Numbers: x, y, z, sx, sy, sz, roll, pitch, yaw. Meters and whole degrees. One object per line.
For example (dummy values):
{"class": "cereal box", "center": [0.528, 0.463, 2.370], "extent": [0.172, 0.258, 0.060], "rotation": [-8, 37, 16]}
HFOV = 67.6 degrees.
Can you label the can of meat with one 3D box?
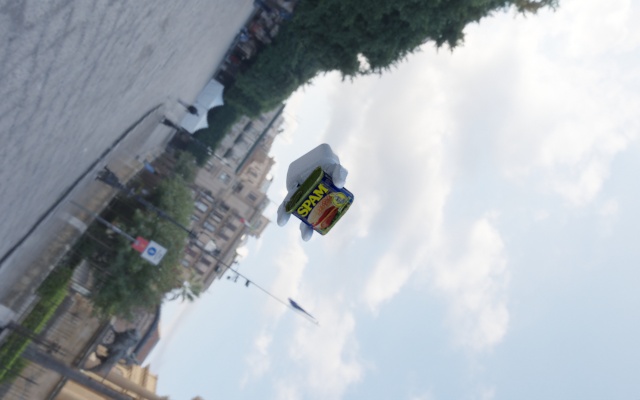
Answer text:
{"class": "can of meat", "center": [0.000, 0.003, 0.873], "extent": [0.084, 0.102, 0.057], "rotation": [37, 14, -18]}
